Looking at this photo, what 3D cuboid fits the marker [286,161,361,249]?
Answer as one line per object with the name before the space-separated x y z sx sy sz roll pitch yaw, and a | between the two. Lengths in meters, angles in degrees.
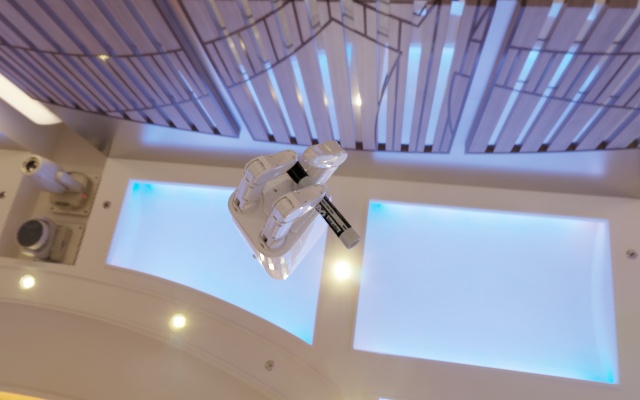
marker | 0.000 0.002 0.521 0.020 0.121 0.020 -34 -21 -15
